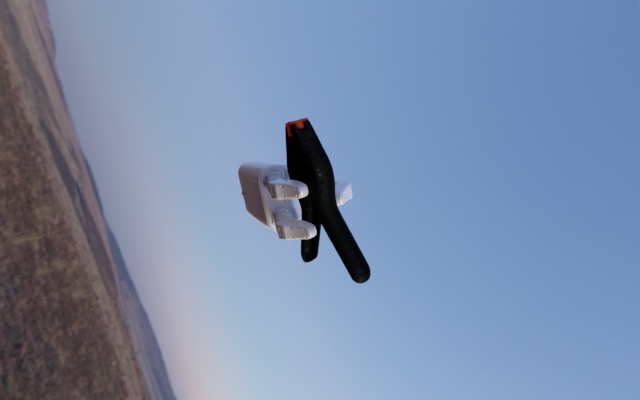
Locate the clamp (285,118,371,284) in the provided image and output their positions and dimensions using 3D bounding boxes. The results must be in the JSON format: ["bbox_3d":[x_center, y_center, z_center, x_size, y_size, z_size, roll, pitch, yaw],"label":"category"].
[{"bbox_3d":[0.001,0.001,0.605,0.036,0.210,0.164,-19,18,-25],"label":"clamp"}]
